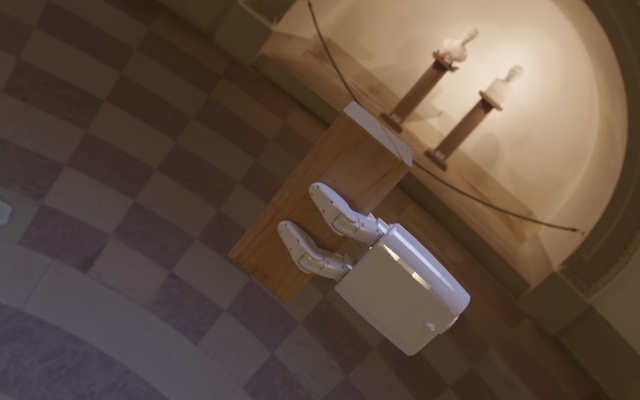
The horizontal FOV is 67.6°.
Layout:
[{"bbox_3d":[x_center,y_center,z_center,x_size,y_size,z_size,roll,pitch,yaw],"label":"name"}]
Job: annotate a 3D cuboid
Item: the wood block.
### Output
[{"bbox_3d":[0.001,0.002,0.534,0.090,0.206,0.090,39,21,-3],"label":"wood block"}]
